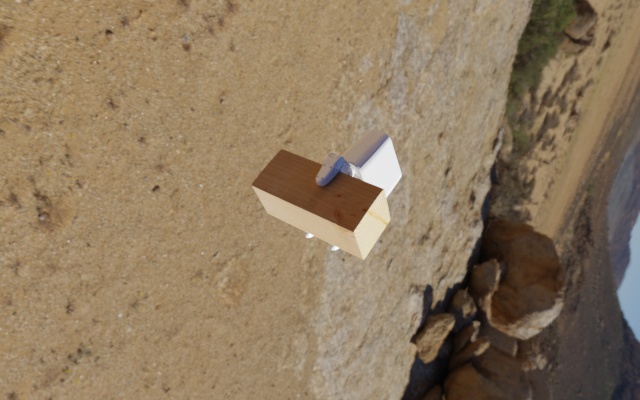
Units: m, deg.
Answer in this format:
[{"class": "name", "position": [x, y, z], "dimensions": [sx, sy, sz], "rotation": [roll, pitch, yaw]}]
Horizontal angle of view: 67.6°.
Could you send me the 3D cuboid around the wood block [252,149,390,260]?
[{"class": "wood block", "position": [0.000, 0.002, 0.793], "dimensions": [0.206, 0.090, 0.091], "rotation": [23, -26, 29]}]
